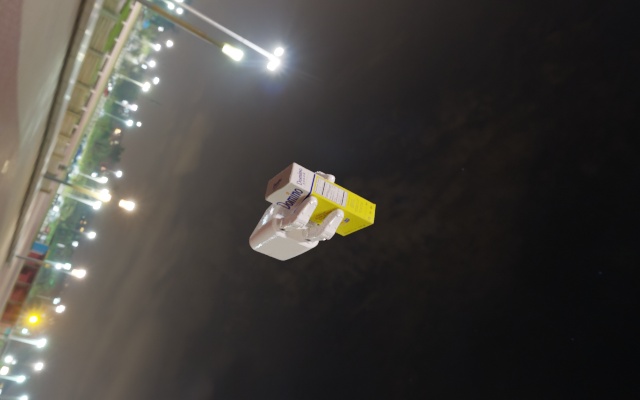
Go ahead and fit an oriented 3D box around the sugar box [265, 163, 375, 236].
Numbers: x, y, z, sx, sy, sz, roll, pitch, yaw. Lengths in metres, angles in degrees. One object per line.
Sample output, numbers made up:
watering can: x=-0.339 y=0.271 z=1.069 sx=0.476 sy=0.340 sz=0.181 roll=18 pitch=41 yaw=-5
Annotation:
sugar box: x=0.000 y=0.003 z=0.839 sx=0.176 sy=0.048 sz=0.093 roll=23 pitch=-30 yaw=-25
